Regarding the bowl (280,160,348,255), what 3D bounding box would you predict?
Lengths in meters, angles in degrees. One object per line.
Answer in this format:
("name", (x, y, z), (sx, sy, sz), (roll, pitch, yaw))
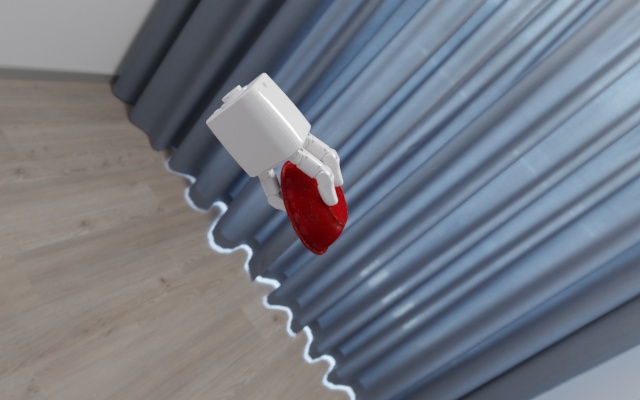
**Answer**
("bowl", (0.001, 0.003, 0.761), (0.055, 0.162, 0.162), (-19, -7, 19))
